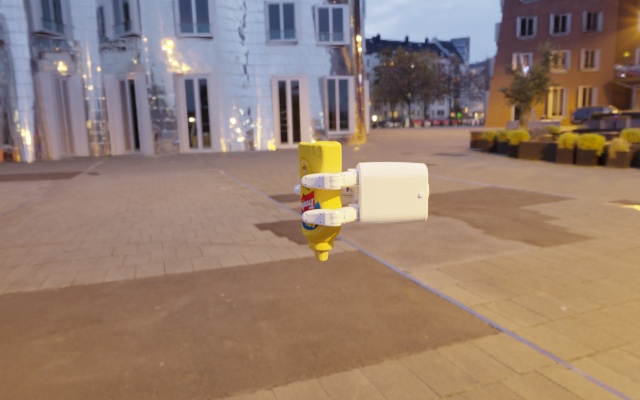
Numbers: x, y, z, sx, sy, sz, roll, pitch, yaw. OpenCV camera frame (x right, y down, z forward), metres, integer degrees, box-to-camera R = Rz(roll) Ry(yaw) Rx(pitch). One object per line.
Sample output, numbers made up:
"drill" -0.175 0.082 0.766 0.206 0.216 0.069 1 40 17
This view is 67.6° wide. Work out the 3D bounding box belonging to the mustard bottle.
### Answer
"mustard bottle" 0.000 0.002 0.767 0.058 0.191 0.096 -6 10 -26
